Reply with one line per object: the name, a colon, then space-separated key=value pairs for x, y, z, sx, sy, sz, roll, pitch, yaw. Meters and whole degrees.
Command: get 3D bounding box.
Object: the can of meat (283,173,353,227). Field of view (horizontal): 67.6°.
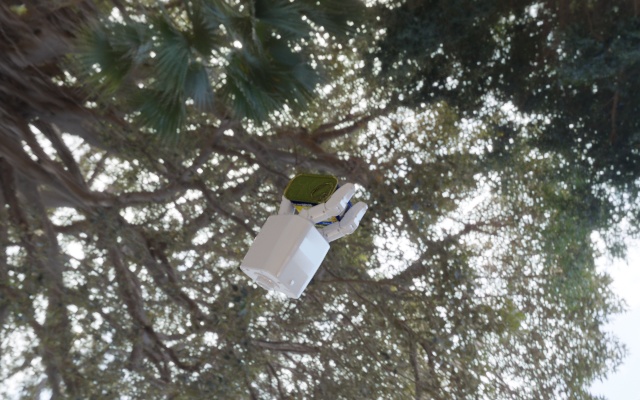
can of meat: x=0.000 y=0.003 z=0.827 sx=0.102 sy=0.057 sz=0.084 roll=6 pitch=-34 yaw=38
